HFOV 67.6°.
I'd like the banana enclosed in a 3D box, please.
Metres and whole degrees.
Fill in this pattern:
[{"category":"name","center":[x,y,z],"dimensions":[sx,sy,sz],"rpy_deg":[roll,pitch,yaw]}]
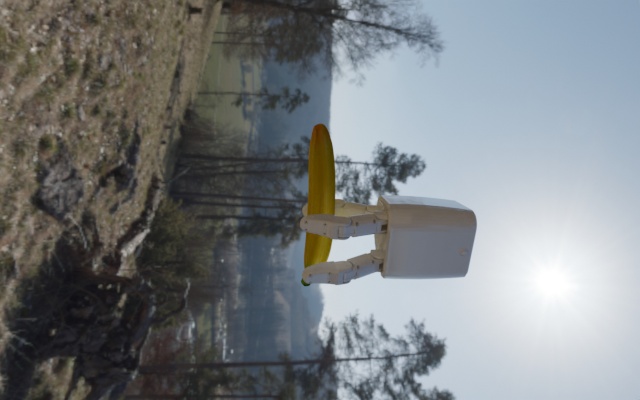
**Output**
[{"category":"banana","center":[0.000,0.005,0.605],"dimensions":[0.037,0.198,0.069],"rpy_deg":[3,1,2]}]
